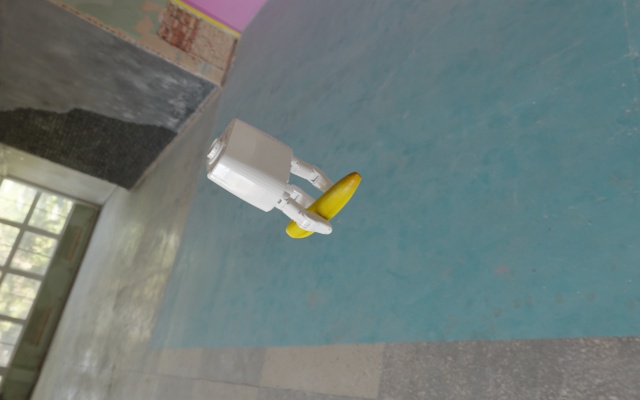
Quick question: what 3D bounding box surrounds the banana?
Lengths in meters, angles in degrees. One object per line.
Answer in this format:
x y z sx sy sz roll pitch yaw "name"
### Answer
-0.007 0.018 0.780 0.037 0.069 0.198 35 -41 -17 "banana"
